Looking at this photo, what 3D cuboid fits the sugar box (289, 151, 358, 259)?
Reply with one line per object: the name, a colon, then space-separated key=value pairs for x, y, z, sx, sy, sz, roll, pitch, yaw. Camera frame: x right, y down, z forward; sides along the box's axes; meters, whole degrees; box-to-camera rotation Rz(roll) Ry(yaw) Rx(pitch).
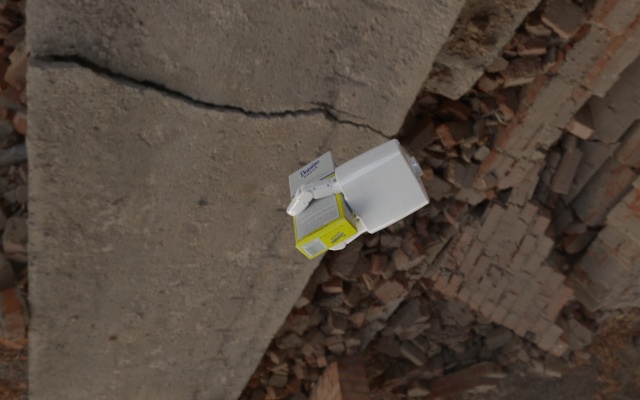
sugar box: x=0.001 y=0.003 z=0.783 sx=0.093 sy=0.176 sz=0.048 roll=-30 pitch=-54 yaw=18
